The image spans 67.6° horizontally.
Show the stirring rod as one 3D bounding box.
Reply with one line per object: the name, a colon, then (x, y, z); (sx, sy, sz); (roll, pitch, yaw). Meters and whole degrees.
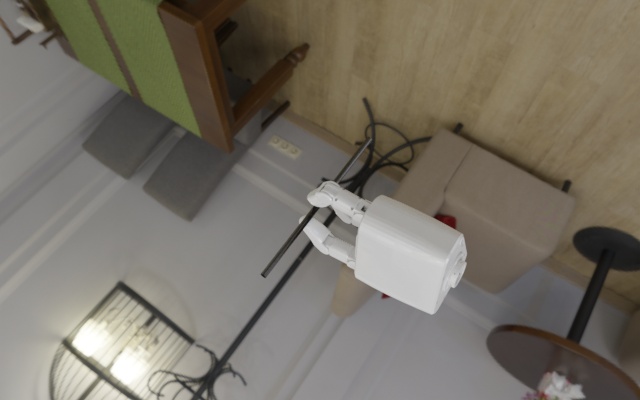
stirring rod: (0.000, 0.002, 0.609); (0.011, 0.239, 0.011); (31, -25, 16)
